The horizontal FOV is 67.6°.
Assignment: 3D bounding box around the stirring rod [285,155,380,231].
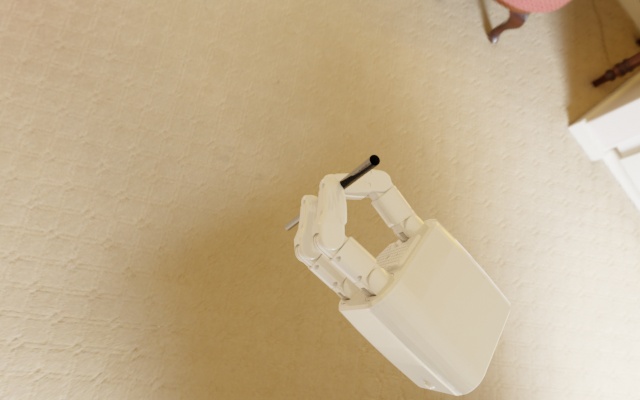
[{"bbox_3d":[0.000,0.002,0.439,0.011,0.011,0.239,0,-14,-19],"label":"stirring rod"}]
